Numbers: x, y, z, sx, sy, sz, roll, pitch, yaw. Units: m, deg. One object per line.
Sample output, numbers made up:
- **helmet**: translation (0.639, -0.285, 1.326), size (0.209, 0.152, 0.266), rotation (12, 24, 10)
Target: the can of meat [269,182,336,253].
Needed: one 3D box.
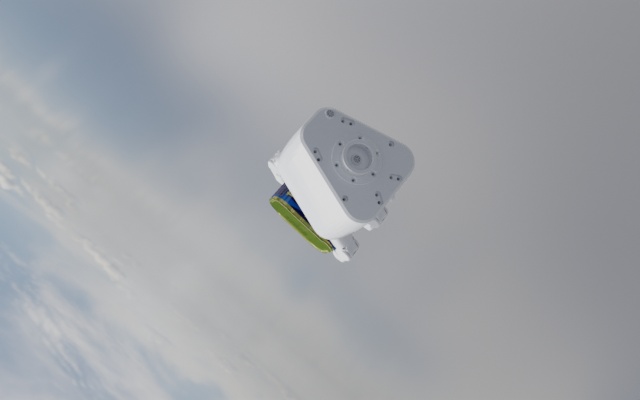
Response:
- **can of meat**: translation (0.000, 0.002, 0.581), size (0.102, 0.084, 0.057), rotation (43, -18, -9)
